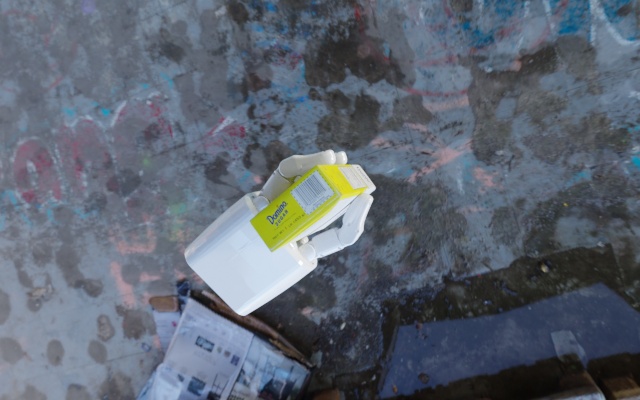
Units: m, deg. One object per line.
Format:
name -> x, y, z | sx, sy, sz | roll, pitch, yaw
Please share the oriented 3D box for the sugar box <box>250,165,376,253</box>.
sugar box -> 0.000, 0.001, 0.534 | 0.093, 0.048, 0.176 | -38, -5, 15
